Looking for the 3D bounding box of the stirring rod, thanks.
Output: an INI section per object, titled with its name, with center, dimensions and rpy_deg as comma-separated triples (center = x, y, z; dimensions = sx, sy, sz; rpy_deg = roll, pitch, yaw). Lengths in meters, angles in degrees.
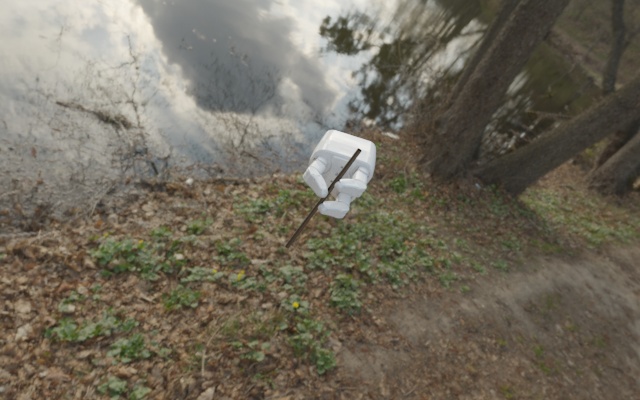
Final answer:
[stirring rod]
center = 0.000, 0.003, 0.810
dimensions = 0.011, 0.011, 0.240
rpy_deg = 0, -43, -44
